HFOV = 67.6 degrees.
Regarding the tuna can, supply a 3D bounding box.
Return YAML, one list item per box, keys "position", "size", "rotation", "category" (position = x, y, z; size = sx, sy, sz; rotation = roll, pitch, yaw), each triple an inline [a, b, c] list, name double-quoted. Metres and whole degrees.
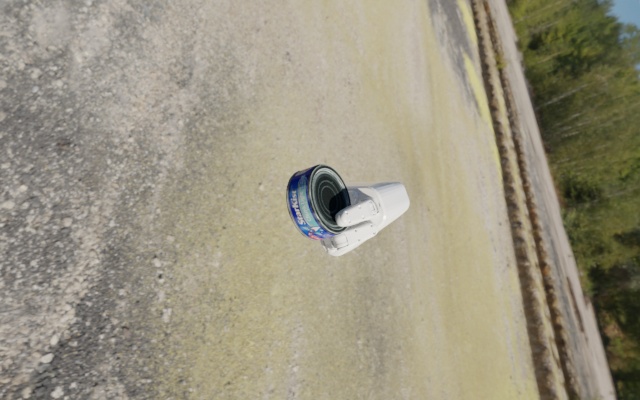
- position: [0.001, 0.002, 0.558]
  size: [0.034, 0.086, 0.086]
  rotation: [-17, -10, 34]
  category: "tuna can"
